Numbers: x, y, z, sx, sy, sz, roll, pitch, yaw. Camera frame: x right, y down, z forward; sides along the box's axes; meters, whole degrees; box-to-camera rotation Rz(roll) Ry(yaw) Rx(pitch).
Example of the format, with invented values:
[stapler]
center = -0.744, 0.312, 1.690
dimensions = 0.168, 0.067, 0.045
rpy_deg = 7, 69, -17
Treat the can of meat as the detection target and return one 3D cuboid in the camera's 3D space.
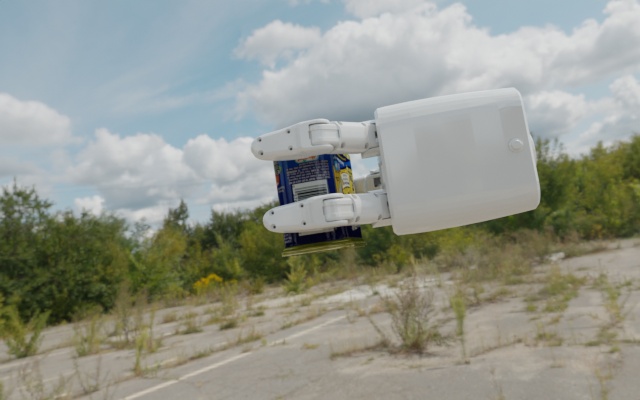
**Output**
[can of meat]
center = 0.000, 0.001, 0.401
dimensions = 0.057, 0.084, 0.102
rpy_deg = -9, -6, 13
